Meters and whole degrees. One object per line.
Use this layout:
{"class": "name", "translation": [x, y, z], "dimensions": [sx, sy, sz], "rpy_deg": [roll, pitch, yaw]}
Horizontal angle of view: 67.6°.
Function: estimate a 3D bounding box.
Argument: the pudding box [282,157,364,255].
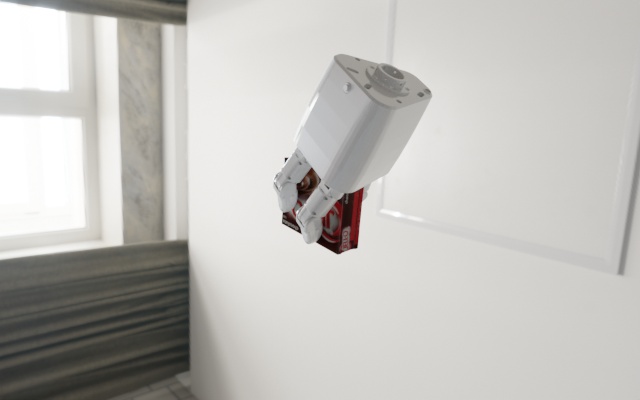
{"class": "pudding box", "translation": [0.000, 0.002, 0.571], "dimensions": [0.039, 0.090, 0.113], "rpy_deg": [-10, 23, -37]}
